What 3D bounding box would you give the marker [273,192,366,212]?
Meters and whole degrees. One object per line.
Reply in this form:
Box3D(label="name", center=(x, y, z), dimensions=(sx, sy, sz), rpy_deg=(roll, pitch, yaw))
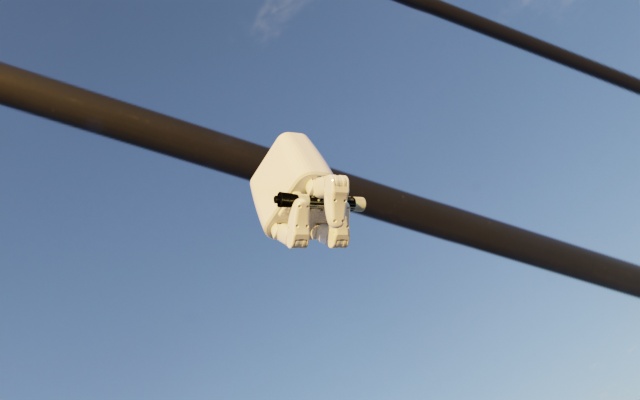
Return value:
Box3D(label="marker", center=(0.000, 0.002, 0.587), dimensions=(0.121, 0.020, 0.020), rpy_deg=(3, -2, -26))
